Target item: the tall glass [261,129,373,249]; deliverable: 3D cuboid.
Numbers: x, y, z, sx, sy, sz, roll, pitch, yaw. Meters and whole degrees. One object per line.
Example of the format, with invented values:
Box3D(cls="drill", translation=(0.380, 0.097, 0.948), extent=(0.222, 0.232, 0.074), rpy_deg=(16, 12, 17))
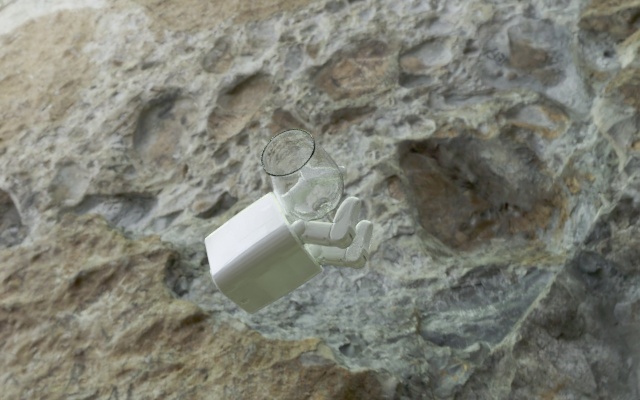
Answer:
Box3D(cls="tall glass", translation=(0.000, 0.002, 0.572), extent=(0.079, 0.079, 0.201), rpy_deg=(0, -32, 24))
